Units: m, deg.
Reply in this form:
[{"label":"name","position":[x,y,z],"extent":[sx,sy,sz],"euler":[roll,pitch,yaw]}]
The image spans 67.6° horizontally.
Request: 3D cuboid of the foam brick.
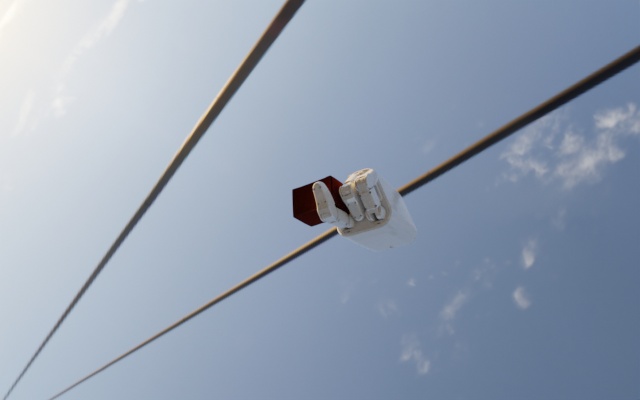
[{"label":"foam brick","position":[0.000,0.002,0.767],"extent":[0.078,0.053,0.051],"euler":[-18,-31,30]}]
